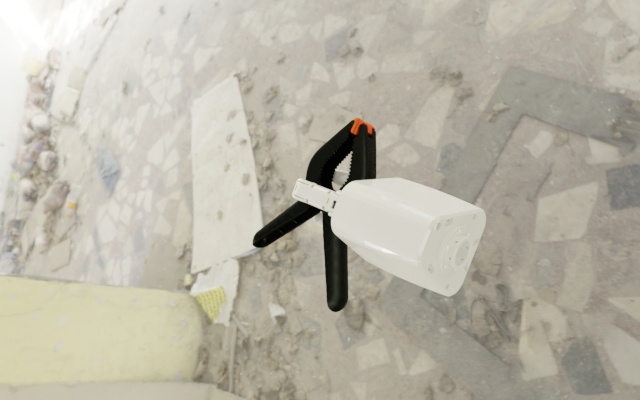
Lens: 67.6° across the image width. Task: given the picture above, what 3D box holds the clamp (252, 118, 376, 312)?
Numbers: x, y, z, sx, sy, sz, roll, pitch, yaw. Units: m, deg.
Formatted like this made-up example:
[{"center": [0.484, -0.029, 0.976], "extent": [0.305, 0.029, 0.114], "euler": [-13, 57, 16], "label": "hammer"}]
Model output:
[{"center": [0.000, 0.001, 0.564], "extent": [0.164, 0.210, 0.036], "euler": [23, 4, 40], "label": "clamp"}]
